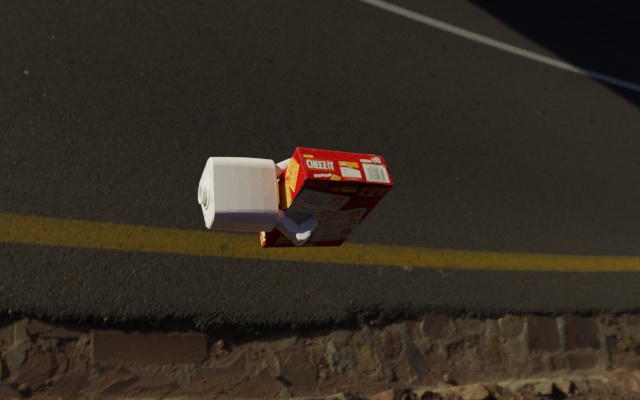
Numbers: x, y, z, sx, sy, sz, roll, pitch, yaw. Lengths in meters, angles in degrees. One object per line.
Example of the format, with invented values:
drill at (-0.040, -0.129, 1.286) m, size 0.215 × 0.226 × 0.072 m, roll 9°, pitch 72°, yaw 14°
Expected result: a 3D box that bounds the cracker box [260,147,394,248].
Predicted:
cracker box at (0.000, 0.003, 0.834) m, size 0.164 × 0.072 × 0.214 m, roll 2°, pitch -34°, yaw -27°
